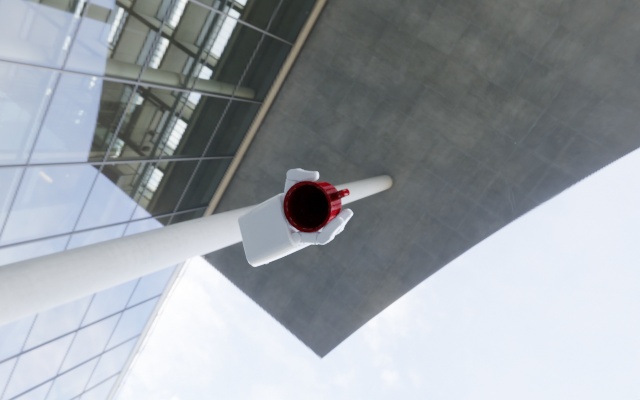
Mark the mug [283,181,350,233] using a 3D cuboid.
[{"bbox_3d":[0.001,0.002,0.878,0.117,0.093,0.081,-24,-3,22],"label":"mug"}]
